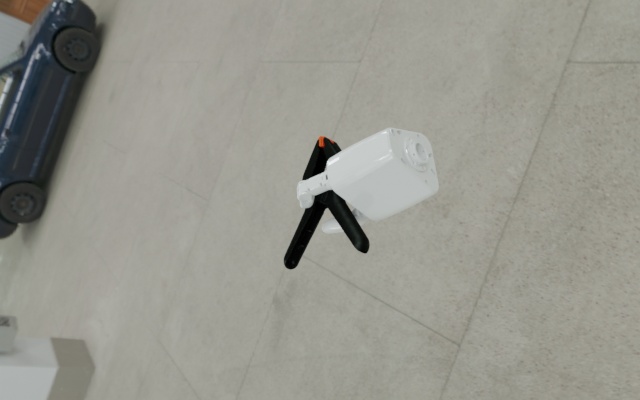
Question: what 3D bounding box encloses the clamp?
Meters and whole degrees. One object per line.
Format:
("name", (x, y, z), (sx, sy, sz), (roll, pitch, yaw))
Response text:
("clamp", (0.000, 0.002, 0.733), (0.164, 0.210, 0.036), (-26, -34, 38))
